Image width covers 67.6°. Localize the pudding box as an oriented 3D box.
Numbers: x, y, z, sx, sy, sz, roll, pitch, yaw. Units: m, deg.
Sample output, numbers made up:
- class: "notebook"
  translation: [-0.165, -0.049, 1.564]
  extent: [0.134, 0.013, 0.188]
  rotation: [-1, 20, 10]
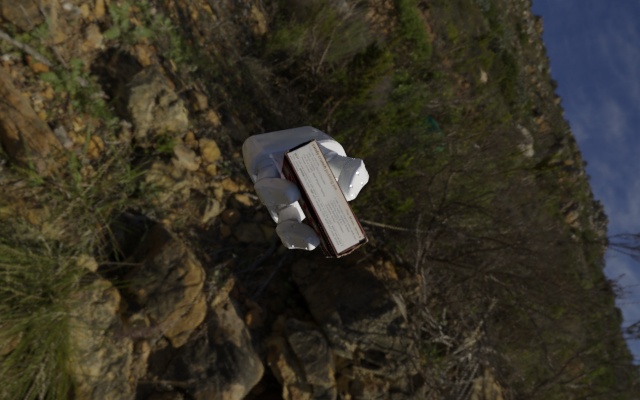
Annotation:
- class: "pudding box"
  translation: [0.000, 0.002, 0.487]
  extent: [0.039, 0.113, 0.090]
  rotation: [-29, -3, -8]
